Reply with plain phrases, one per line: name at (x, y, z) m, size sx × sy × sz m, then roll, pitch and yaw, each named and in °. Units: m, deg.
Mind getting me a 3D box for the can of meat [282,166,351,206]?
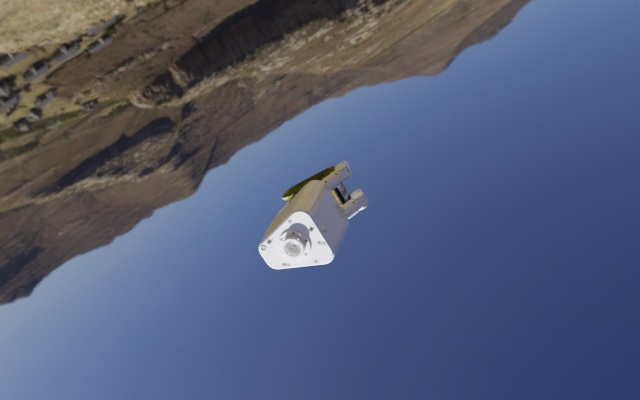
can of meat at (0.000, 0.003, 0.816) m, size 0.102 × 0.084 × 0.057 m, roll -27°, pitch 15°, yaw 20°
